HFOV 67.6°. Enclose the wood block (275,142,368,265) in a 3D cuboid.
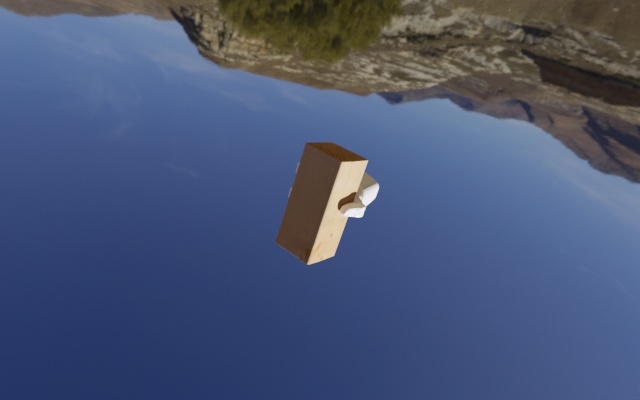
[{"bbox_3d":[0.001,0.003,0.897,0.090,0.206,0.090,30,23,30],"label":"wood block"}]
